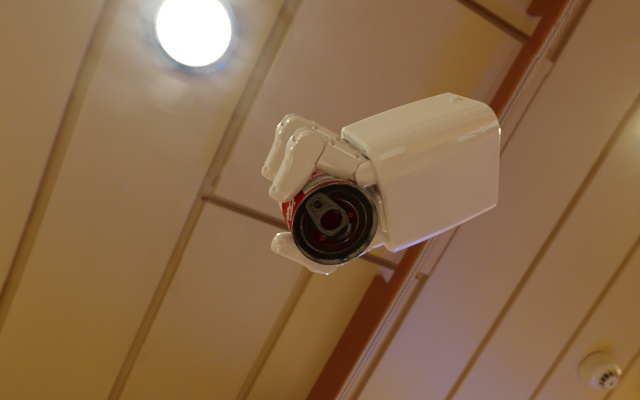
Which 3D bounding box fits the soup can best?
[{"bbox_3d":[0.000,0.002,0.407,0.068,0.068,0.102,0,20,-14],"label":"soup can"}]
